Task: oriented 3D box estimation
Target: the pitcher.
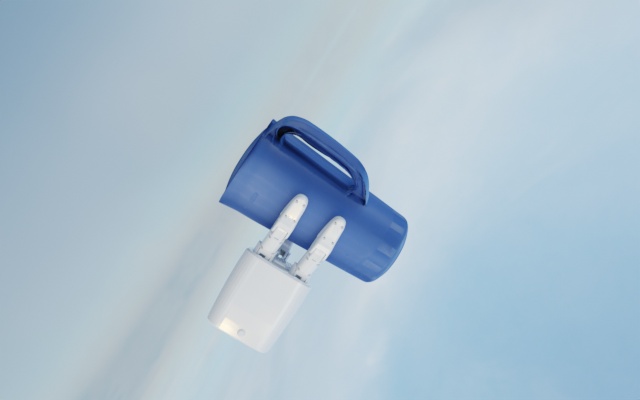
[{"bbox_3d":[0.000,0.002,0.646,0.243,0.145,0.149,33,-3,-9],"label":"pitcher"}]
